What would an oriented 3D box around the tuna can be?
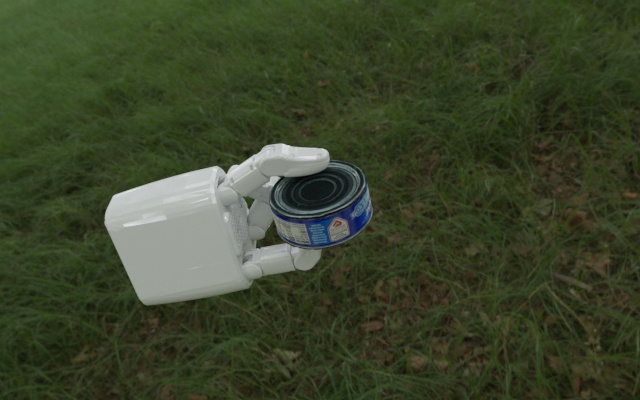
[{"bbox_3d":[0.000,0.001,0.408,0.086,0.034,0.086,-9,35,7],"label":"tuna can"}]
